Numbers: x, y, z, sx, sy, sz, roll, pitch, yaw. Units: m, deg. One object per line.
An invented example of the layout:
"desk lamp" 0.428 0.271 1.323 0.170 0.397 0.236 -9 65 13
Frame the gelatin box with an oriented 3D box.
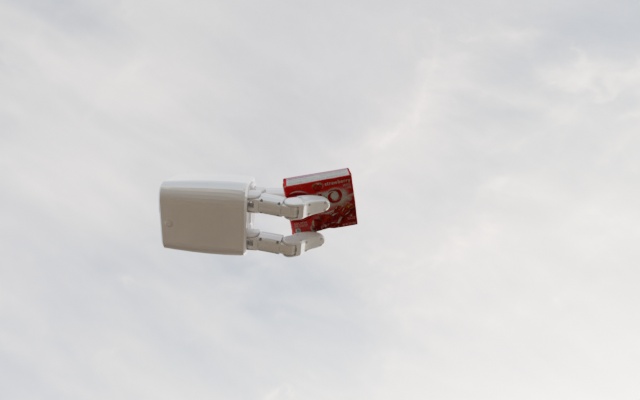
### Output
"gelatin box" 0.000 0.002 0.620 0.089 0.073 0.030 -10 26 -1
